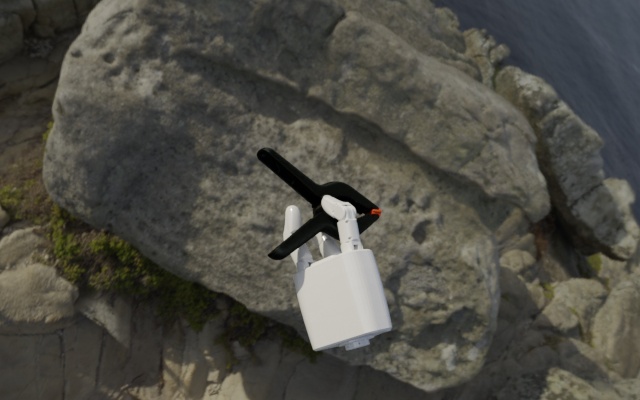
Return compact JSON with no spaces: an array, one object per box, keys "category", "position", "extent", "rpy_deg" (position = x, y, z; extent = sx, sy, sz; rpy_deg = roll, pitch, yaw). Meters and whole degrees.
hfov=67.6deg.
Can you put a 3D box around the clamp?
[{"category":"clamp","position":[0.001,0.002,0.697],"extent":[0.210,0.164,0.036],"rpy_deg":[1,-24,-38]}]
